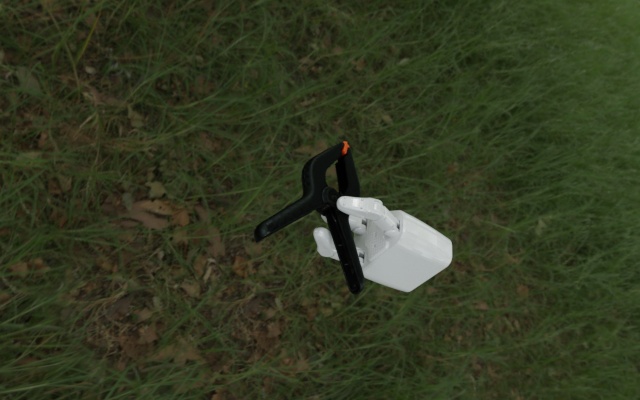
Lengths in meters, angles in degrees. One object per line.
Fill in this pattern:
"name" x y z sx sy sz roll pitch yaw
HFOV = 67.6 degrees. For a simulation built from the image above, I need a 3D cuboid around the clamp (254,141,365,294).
"clamp" 0.001 0.001 0.633 0.164 0.209 0.036 26 -35 -28
